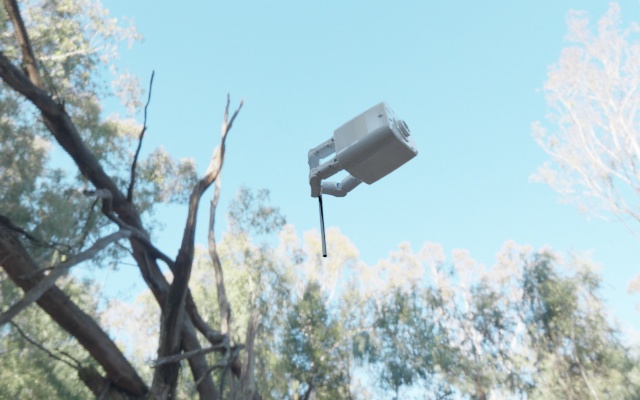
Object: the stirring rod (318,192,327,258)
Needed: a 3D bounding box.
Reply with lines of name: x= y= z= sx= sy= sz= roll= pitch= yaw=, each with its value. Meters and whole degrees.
stirring rod: x=0.000 y=0.003 z=0.845 sx=0.011 sy=0.239 sz=0.011 roll=-2 pitch=-44 yaw=-2
